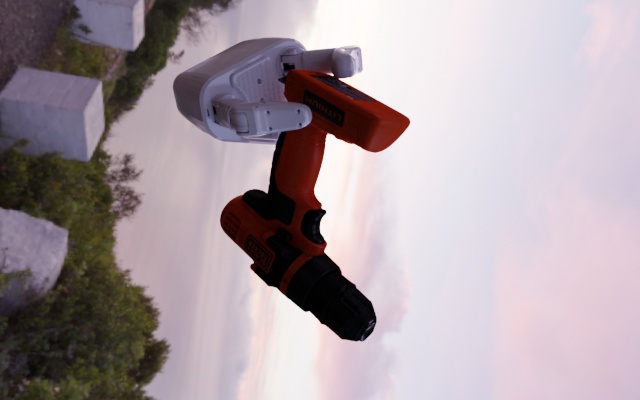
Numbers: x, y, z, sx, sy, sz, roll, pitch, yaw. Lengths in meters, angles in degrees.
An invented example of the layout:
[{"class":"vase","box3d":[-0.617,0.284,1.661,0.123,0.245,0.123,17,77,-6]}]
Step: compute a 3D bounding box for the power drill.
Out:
[{"class":"power drill","box3d":[0.000,0.001,0.400,0.184,0.188,0.057,37,26,27]}]
